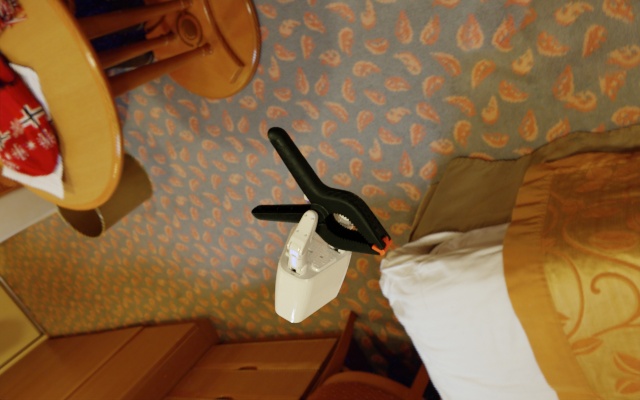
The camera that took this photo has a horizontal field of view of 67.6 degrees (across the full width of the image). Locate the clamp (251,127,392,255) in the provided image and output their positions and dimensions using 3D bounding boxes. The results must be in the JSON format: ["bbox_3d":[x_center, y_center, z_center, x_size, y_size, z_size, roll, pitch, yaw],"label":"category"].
[{"bbox_3d":[0.000,0.003,0.631,0.210,0.165,0.036,26,45,17],"label":"clamp"}]
